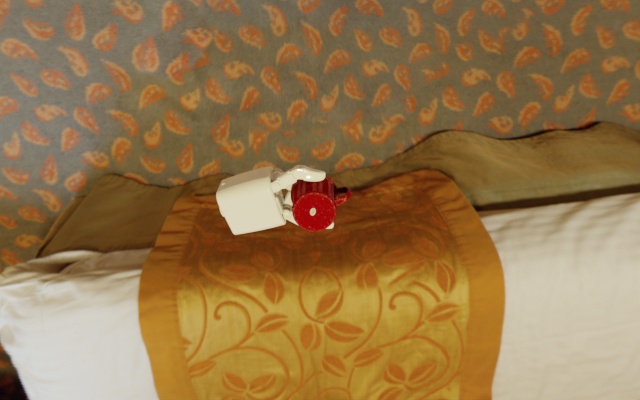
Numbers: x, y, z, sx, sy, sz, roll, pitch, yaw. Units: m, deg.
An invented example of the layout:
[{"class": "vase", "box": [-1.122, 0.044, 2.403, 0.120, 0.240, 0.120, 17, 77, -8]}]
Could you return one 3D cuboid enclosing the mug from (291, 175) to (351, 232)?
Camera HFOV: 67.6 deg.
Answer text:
[{"class": "mug", "box": [0.002, 0.003, 0.893, 0.117, 0.093, 0.081, -14, 24, 5]}]
